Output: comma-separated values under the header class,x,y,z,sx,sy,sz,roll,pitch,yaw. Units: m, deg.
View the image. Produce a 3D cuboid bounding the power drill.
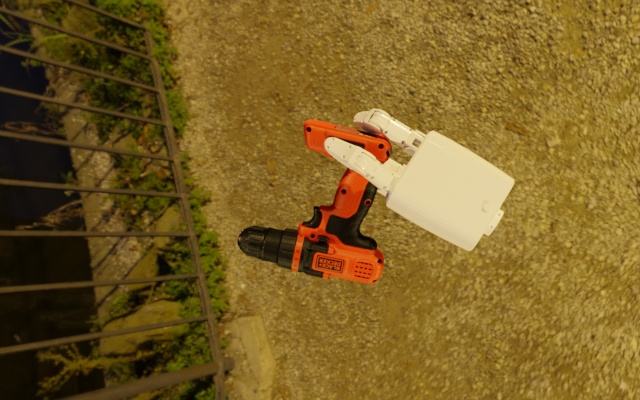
class,x,y,z,sx,sy,sz,roll,pitch,yaw
power drill,0.000,0.002,0.579,0.184,0.188,0.057,11,17,0
